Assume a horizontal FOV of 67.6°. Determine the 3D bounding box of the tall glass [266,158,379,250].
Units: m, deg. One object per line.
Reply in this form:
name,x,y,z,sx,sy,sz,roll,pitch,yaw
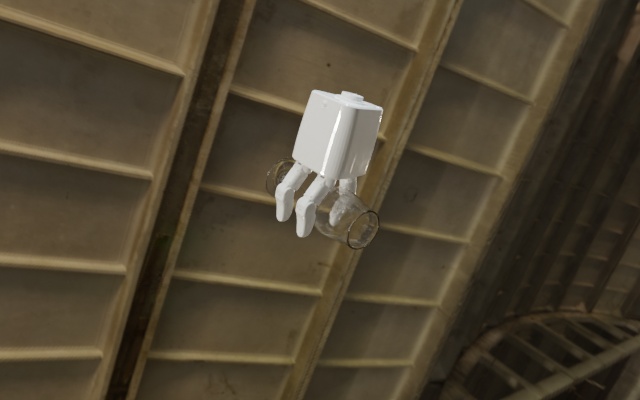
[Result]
tall glass,0.000,0.002,0.741,0.079,0.079,0.201,0,24,-43
